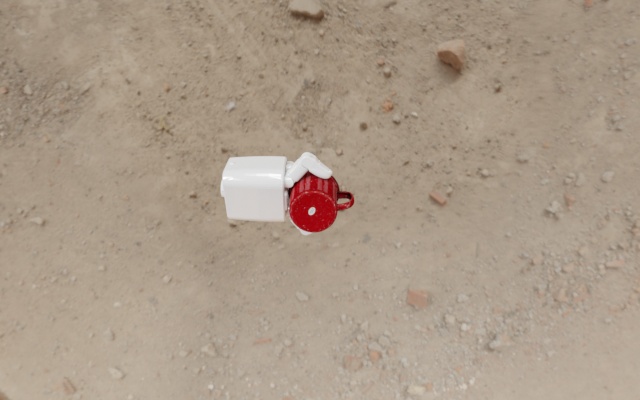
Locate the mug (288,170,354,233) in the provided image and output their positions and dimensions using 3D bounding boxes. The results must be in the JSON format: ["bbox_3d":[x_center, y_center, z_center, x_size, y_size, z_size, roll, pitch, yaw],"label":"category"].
[{"bbox_3d":[0.002,0.003,0.826,0.117,0.093,0.081,0,26,0],"label":"mug"}]
